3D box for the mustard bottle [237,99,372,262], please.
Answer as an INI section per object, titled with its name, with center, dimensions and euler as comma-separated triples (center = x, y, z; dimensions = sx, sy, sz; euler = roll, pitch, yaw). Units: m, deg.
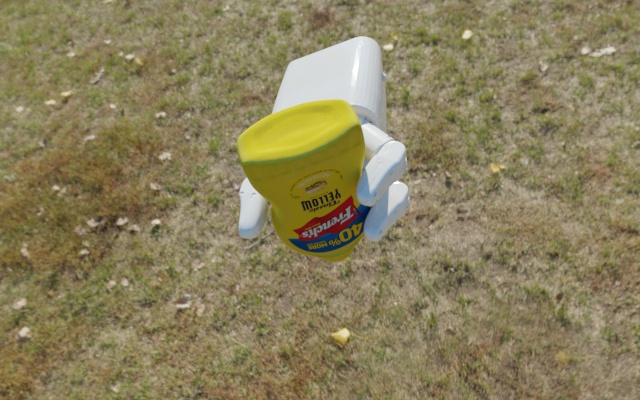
[mustard bottle]
center = 0.000, 0.002, 0.431
dimensions = 0.096, 0.058, 0.192
euler = -21, -38, -2
